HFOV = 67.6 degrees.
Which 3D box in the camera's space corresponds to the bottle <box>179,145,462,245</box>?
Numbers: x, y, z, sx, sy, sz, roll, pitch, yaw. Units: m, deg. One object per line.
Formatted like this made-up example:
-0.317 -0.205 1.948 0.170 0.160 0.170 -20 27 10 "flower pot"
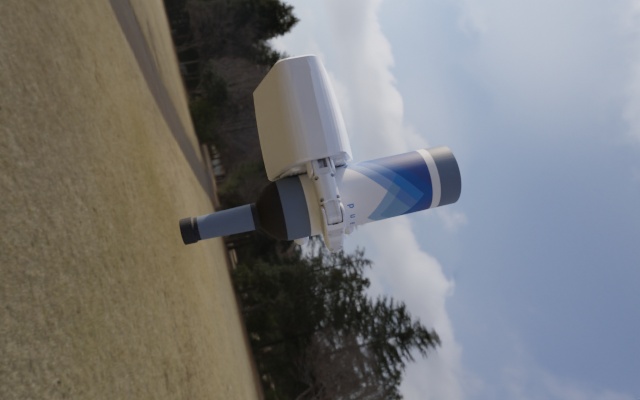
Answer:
0.000 0.002 0.513 0.295 0.069 0.069 -12 2 -8 "bottle"
